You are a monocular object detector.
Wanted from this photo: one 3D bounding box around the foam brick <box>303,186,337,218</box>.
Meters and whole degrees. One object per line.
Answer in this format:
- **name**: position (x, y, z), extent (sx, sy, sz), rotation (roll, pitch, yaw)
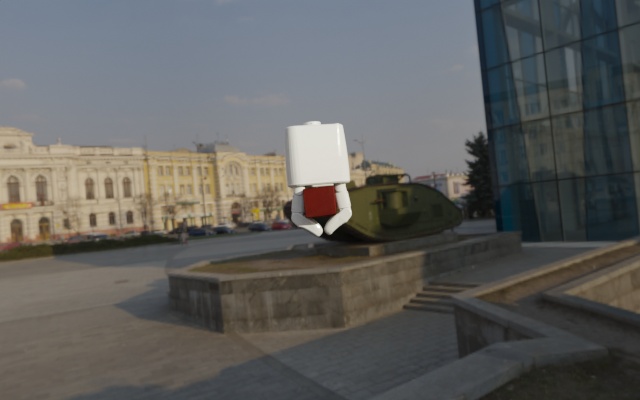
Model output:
- **foam brick**: position (0.000, 0.003, 0.838), extent (0.053, 0.051, 0.078), rotation (-5, -1, 4)
